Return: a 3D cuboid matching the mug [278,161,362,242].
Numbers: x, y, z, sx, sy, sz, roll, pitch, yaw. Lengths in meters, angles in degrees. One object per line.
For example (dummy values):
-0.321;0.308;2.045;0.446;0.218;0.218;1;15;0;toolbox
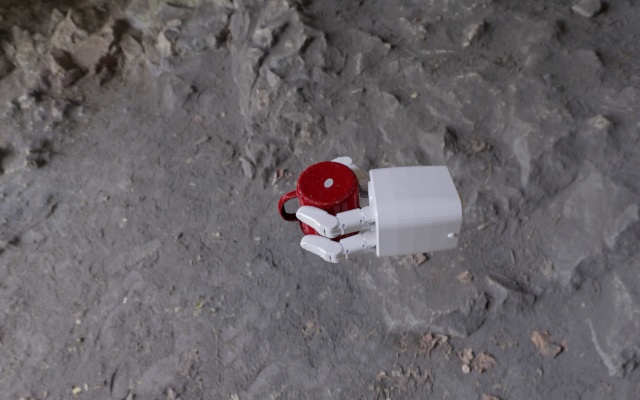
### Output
-0.001;0.002;0.652;0.117;0.093;0.082;-6;-41;2;mug
